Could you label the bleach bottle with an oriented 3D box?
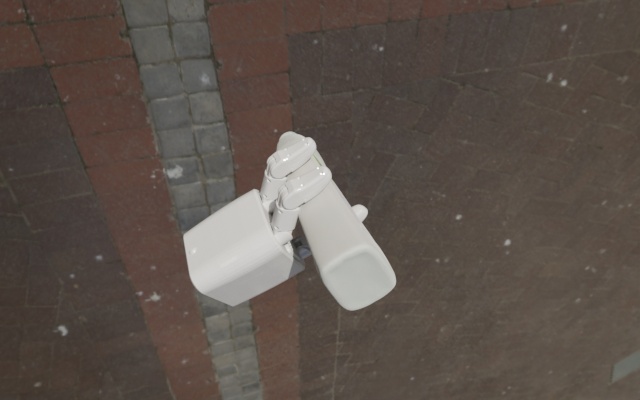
[{"bbox_3d":[0.000,0.002,0.567,0.068,0.250,0.103,-30,-46,3],"label":"bleach bottle"}]
